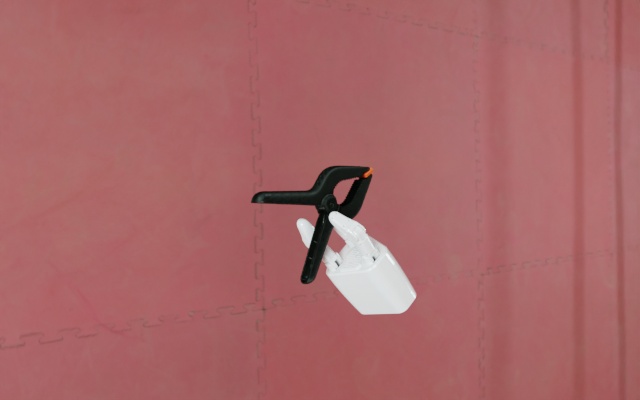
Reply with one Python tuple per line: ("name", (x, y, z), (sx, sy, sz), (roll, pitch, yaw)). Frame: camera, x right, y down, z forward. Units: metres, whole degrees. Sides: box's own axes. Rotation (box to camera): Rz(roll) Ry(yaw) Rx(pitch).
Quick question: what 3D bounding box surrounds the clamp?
("clamp", (0.001, 0.002, 0.742), (0.210, 0.165, 0.036), (-46, 26, -22))
